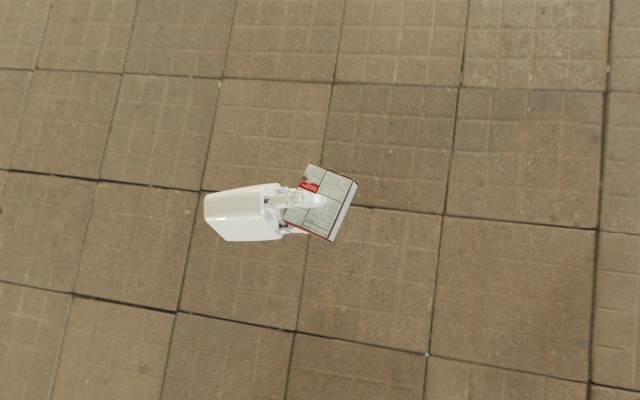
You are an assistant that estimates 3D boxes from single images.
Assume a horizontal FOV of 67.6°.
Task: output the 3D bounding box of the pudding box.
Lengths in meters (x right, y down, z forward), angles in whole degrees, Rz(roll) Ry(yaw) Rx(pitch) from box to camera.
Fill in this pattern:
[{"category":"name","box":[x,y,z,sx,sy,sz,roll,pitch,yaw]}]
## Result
[{"category":"pudding box","box":[0.000,0.003,0.803,0.090,0.113,0.039,23,-4,18]}]
